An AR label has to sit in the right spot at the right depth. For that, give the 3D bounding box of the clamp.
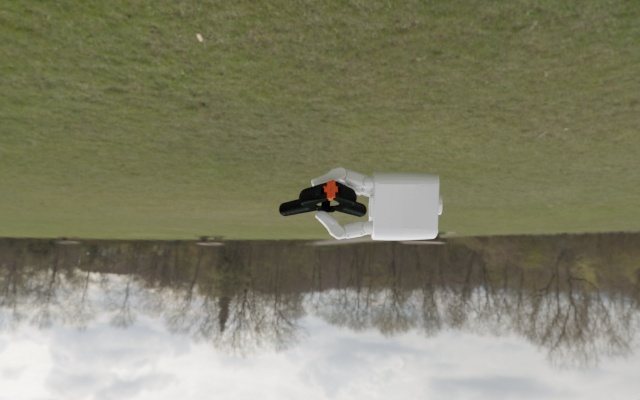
[{"bbox_3d":[0.000,0.003,0.817,0.164,0.036,0.210,-2,-10,3],"label":"clamp"}]
